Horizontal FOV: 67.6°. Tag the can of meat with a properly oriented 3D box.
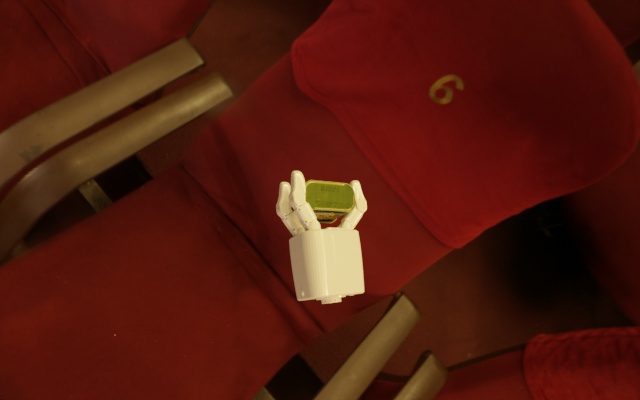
[{"bbox_3d":[0.000,0.003,0.832,0.102,0.057,0.084,4,-15,-22],"label":"can of meat"}]
